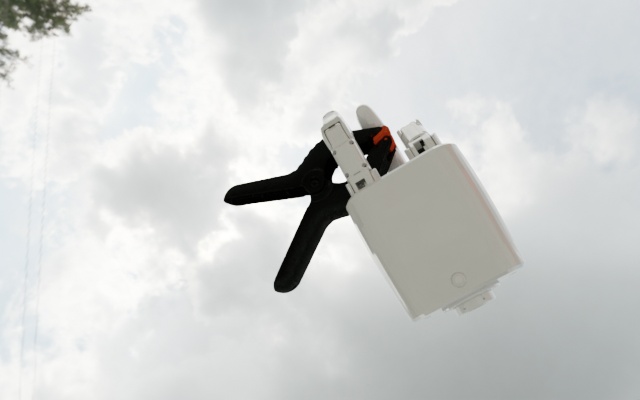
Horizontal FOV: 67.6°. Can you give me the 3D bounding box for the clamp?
[{"bbox_3d":[0.000,0.001,0.432,0.171,0.120,0.039,-31,-21,11],"label":"clamp"}]
